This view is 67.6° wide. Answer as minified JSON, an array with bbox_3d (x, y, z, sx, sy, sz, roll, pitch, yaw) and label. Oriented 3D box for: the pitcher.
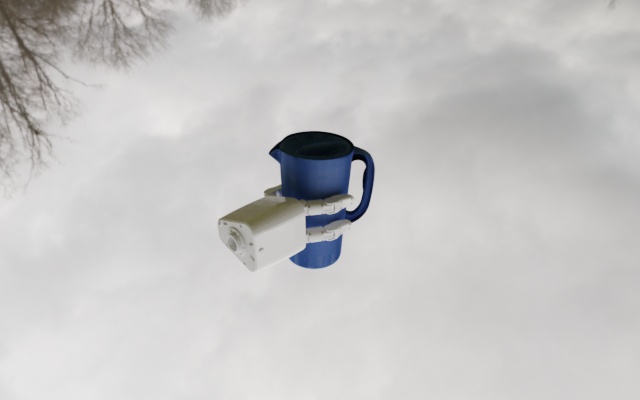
[{"bbox_3d":[0.000,0.003,0.885,0.145,0.243,0.149,-24,38,-38],"label":"pitcher"}]
